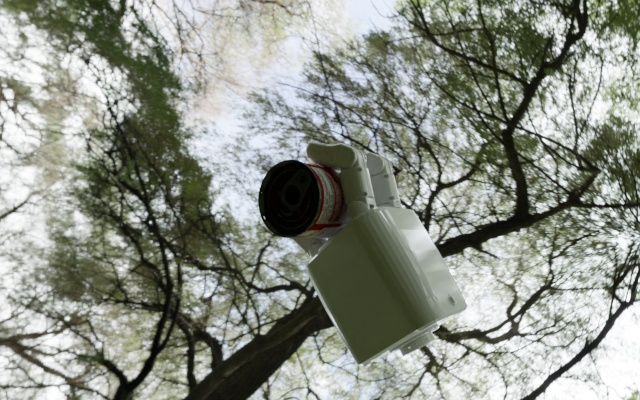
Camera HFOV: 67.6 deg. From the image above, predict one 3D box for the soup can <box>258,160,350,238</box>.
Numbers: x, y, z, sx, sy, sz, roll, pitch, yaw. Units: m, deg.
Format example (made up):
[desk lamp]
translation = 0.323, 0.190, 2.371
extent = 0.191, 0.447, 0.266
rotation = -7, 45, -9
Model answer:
[soup can]
translation = 0.000, 0.001, 0.453
extent = 0.068, 0.068, 0.102
rotation = 0, -4, 34
